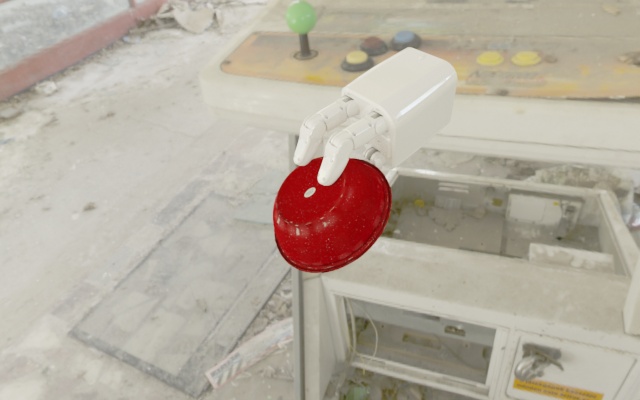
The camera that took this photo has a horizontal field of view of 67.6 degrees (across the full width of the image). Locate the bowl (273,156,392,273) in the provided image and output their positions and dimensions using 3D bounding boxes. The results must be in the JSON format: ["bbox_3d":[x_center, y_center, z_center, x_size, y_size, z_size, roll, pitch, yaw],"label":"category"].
[{"bbox_3d":[-0.001,0.003,0.569,0.162,0.162,0.055,0,-30,33],"label":"bowl"}]
